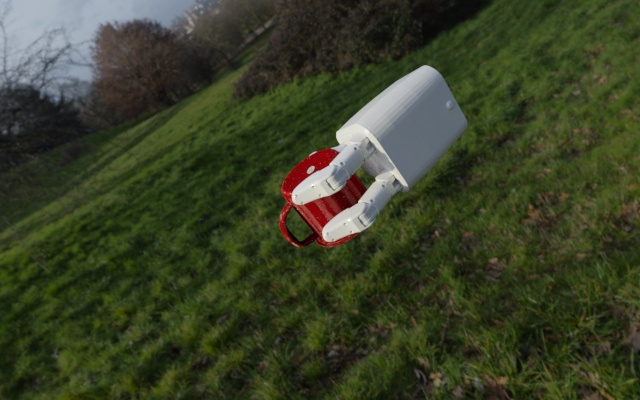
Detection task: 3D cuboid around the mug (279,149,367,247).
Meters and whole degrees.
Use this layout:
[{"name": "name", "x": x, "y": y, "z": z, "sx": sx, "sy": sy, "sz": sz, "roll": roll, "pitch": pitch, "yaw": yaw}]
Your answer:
[{"name": "mug", "x": -0.001, "y": 0.003, "z": 0.557, "sx": 0.117, "sy": 0.081, "sz": 0.093, "roll": -44, "pitch": 25, "yaw": -10}]
